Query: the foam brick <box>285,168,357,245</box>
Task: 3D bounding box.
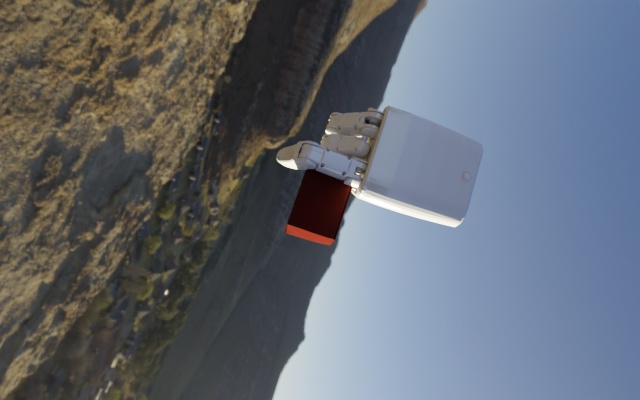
[{"bbox_3d":[0.000,0.002,0.494,0.051,0.078,0.053,19,-12,-2],"label":"foam brick"}]
